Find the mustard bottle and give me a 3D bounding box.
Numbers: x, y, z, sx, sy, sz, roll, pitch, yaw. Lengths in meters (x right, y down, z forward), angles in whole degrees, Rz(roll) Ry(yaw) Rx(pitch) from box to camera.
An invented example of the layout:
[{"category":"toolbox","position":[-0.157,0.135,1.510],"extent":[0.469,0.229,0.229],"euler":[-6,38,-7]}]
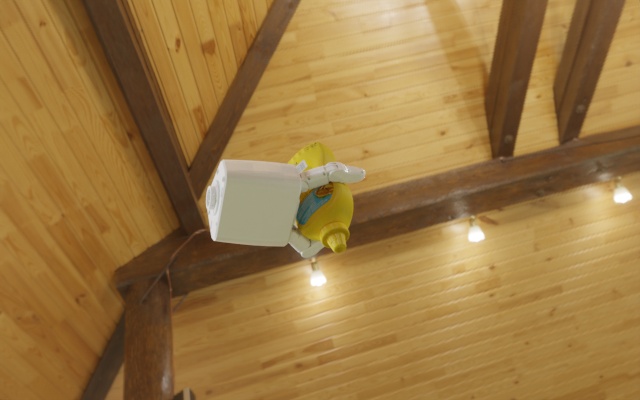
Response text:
[{"category":"mustard bottle","position":[0.000,0.002,0.707],"extent":[0.058,0.191,0.096],"euler":[29,-64,-38]}]
